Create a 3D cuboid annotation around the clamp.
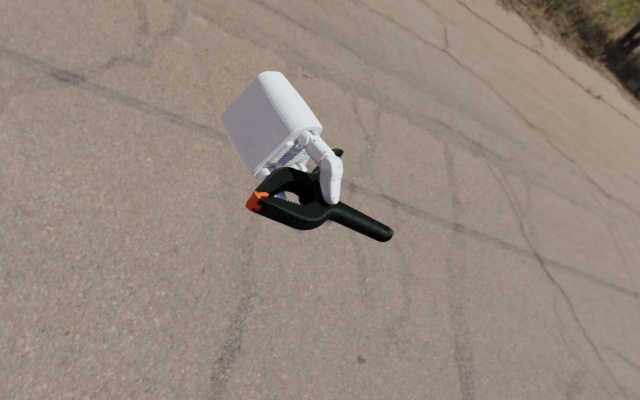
[{"bbox_3d":[0.000,0.001,0.631,0.210,0.164,0.036,-13,-30,-46],"label":"clamp"}]
